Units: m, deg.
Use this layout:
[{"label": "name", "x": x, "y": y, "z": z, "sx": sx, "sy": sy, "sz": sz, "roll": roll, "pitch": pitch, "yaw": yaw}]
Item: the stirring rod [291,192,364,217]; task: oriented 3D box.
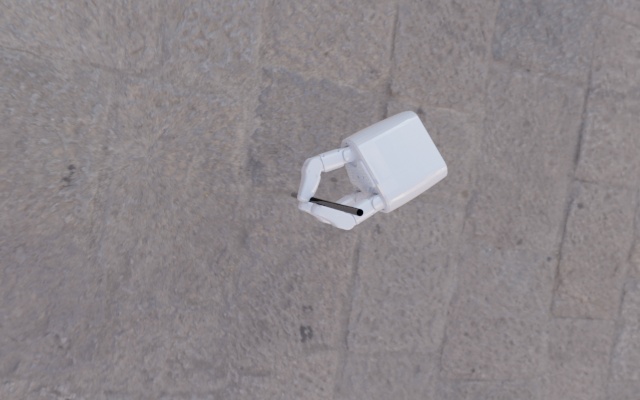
[{"label": "stirring rod", "x": 0.000, "y": 0.002, "z": 0.598, "sx": 0.011, "sy": 0.011, "sz": 0.239, "roll": 0, "pitch": 5, "yaw": -20}]
